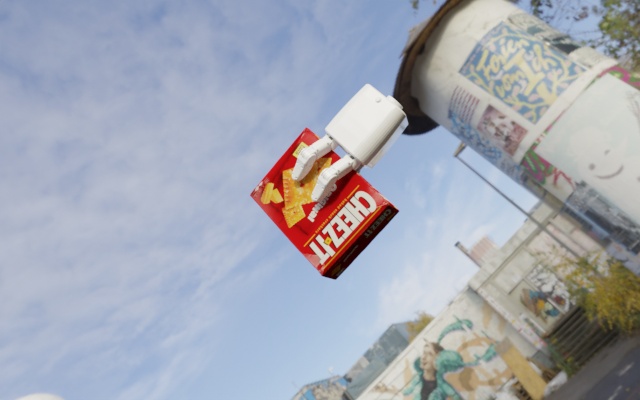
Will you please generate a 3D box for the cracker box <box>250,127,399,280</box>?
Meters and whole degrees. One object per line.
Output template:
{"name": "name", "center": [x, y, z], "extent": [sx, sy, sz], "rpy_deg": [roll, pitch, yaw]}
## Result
{"name": "cracker box", "center": [0.000, 0.003, 0.827], "extent": [0.213, 0.164, 0.072], "rpy_deg": [45, 8, 27]}
